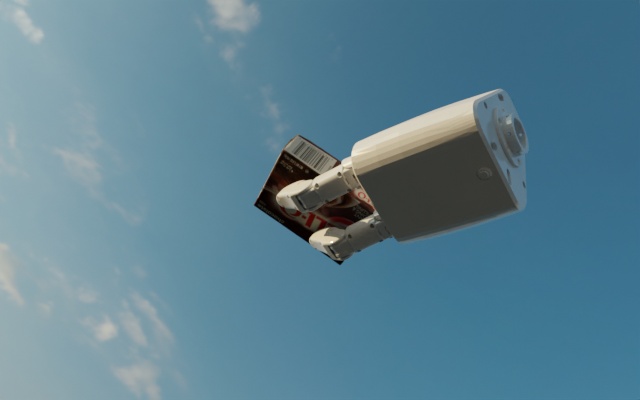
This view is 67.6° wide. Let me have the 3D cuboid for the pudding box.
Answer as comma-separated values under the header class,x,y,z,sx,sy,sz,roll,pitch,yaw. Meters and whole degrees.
class,x,y,z,sx,sy,sz,roll,pitch,yaw
pudding box,0.000,0.001,0.472,0.113,0.090,0.039,36,44,2
